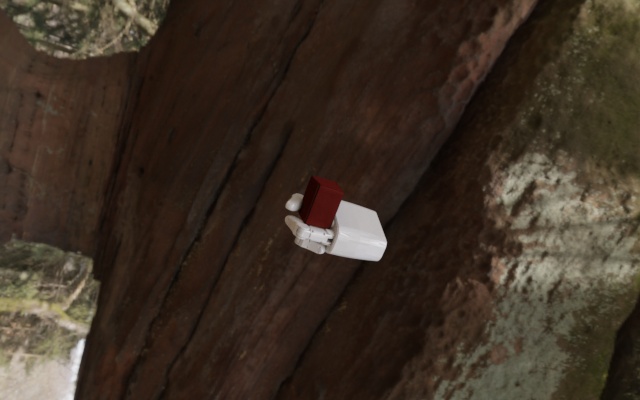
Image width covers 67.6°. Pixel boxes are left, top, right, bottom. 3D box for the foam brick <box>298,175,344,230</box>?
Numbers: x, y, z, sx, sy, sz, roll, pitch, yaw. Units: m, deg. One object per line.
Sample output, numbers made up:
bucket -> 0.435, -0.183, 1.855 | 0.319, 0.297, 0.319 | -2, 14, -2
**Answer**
foam brick -> 0.000, 0.003, 0.853 | 0.051, 0.078, 0.053 | 14, 18, -21
